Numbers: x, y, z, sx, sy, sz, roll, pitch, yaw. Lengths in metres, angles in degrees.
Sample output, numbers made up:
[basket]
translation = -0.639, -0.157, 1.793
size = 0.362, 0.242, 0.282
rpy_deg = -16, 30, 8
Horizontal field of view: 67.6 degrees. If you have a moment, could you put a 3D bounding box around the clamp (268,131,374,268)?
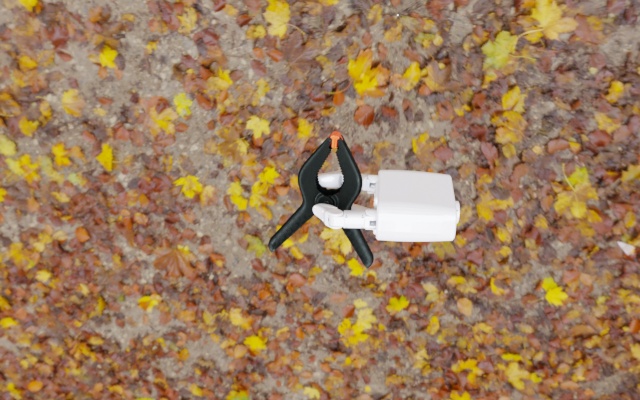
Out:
[clamp]
translation = 0.000, 0.002, 0.711
size = 0.164, 0.210, 0.036
rpy_deg = 2, 21, 5
